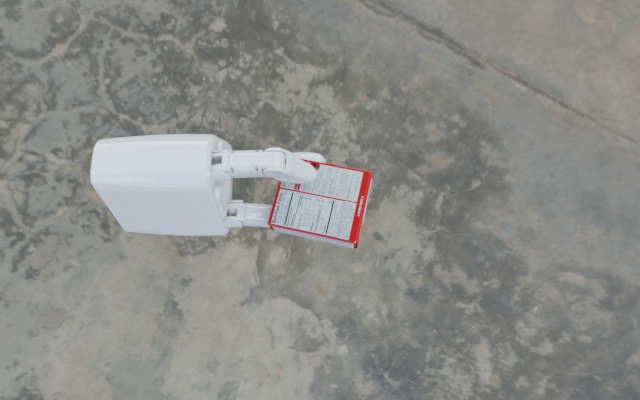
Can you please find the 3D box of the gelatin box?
[{"bbox_3d":[0.000,0.001,0.467,0.089,0.073,0.030,11,-16,8],"label":"gelatin box"}]
